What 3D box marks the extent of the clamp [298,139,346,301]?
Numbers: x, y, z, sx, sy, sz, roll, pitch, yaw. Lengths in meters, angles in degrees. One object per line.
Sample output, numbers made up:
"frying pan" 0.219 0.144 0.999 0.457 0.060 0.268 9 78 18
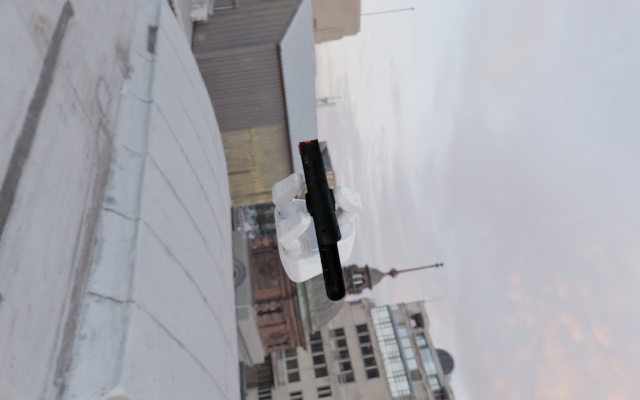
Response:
"clamp" 0.001 0.001 0.586 0.036 0.210 0.165 -10 -27 -3
